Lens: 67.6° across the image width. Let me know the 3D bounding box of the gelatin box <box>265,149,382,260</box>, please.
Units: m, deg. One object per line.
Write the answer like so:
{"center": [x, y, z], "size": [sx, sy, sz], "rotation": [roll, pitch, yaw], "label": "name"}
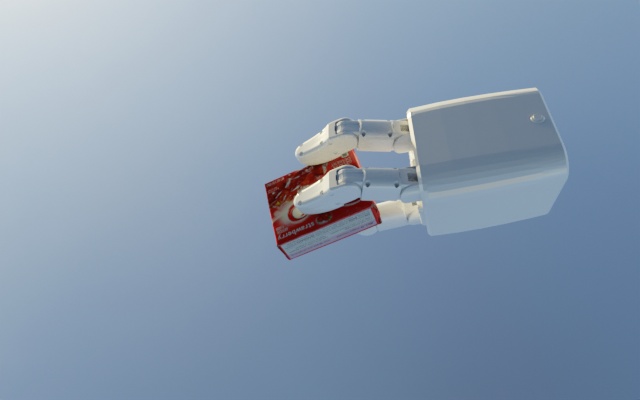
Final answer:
{"center": [0.000, 0.002, 0.418], "size": [0.089, 0.073, 0.030], "rotation": [-23, -41, 7], "label": "gelatin box"}
